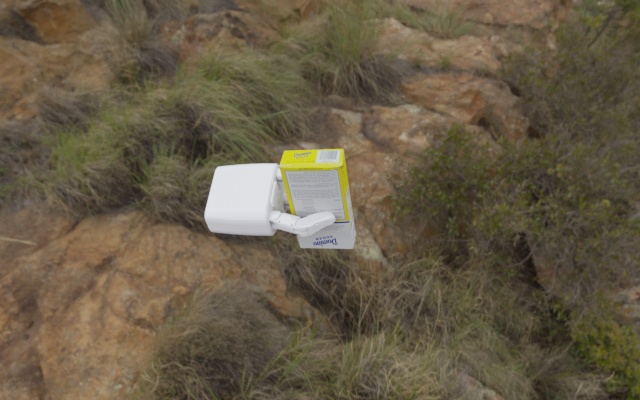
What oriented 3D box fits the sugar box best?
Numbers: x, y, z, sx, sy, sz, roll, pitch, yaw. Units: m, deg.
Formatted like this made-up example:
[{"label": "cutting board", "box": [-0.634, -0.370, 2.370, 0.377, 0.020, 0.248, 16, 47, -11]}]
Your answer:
[{"label": "sugar box", "box": [0.000, 0.002, 0.746, 0.093, 0.048, 0.176, 0, -45, 12]}]
